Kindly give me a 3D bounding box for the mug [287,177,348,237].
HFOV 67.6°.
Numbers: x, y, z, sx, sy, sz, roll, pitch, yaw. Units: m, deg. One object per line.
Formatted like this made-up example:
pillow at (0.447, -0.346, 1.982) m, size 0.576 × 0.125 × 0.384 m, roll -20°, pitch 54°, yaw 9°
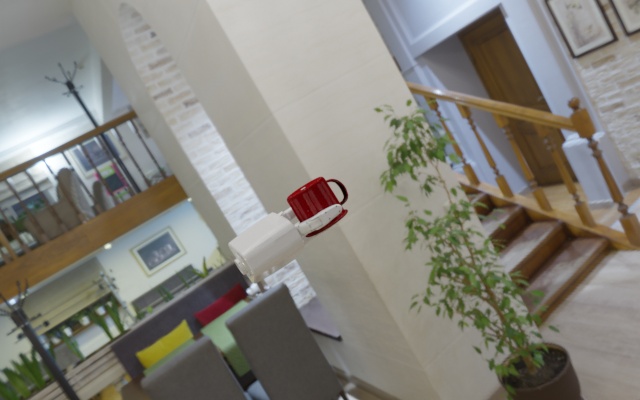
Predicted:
mug at (0.001, 0.002, 0.886) m, size 0.117 × 0.081 × 0.093 m, roll -35°, pitch 8°, yaw -20°
